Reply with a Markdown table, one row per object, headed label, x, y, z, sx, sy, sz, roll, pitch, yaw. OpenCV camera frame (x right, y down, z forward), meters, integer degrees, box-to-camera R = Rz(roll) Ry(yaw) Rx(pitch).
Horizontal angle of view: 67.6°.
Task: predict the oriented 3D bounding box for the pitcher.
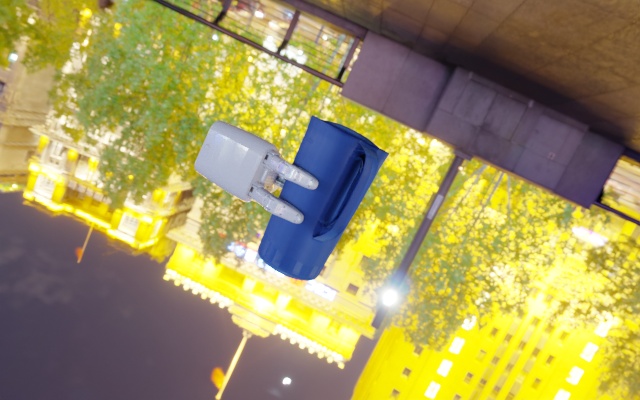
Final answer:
| label | x | y | z | sx | sy | sz | roll | pitch | yaw |
| --- | --- | --- | --- | --- | --- | --- | --- | --- | --- |
| pitcher | 0.000 | 0.002 | 0.741 | 0.145 | 0.243 | 0.149 | 29 | 10 | 17 |
